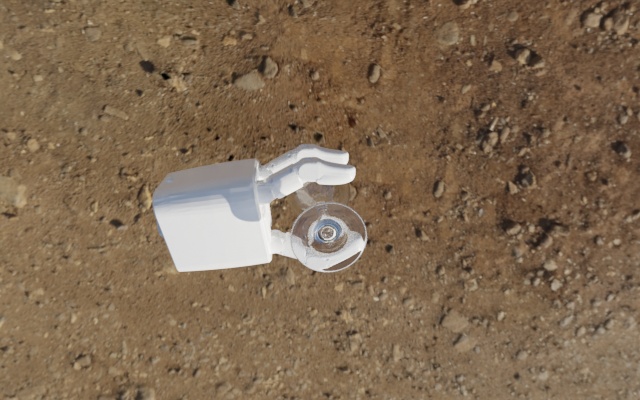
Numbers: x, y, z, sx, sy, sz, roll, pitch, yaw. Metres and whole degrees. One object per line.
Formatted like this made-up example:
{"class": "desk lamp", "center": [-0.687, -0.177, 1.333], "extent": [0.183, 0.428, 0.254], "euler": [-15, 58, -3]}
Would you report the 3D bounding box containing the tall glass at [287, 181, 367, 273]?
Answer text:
{"class": "tall glass", "center": [0.000, 0.002, 0.549], "extent": [0.079, 0.079, 0.201], "euler": [0, 21, -4]}
